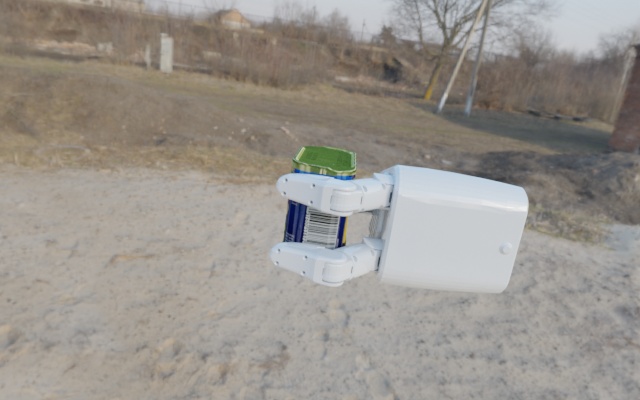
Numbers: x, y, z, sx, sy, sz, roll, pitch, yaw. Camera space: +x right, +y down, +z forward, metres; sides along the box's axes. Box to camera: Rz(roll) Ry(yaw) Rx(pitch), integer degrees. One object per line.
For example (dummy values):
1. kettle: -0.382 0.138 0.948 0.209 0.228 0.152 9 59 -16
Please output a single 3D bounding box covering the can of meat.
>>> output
1. can of meat: 0.000 0.001 0.417 0.057 0.084 0.102 9 16 1
